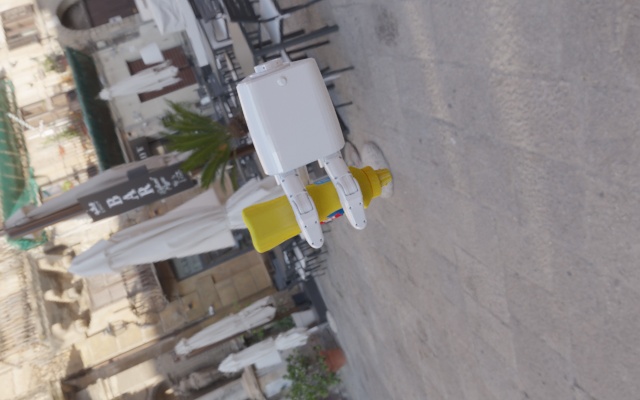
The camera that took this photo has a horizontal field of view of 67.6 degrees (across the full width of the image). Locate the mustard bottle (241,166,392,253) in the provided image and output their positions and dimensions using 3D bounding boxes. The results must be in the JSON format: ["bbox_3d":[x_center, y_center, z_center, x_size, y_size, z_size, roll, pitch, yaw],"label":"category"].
[{"bbox_3d":[0.000,0.002,0.594,0.191,0.058,0.096,-23,-4,-10],"label":"mustard bottle"}]
